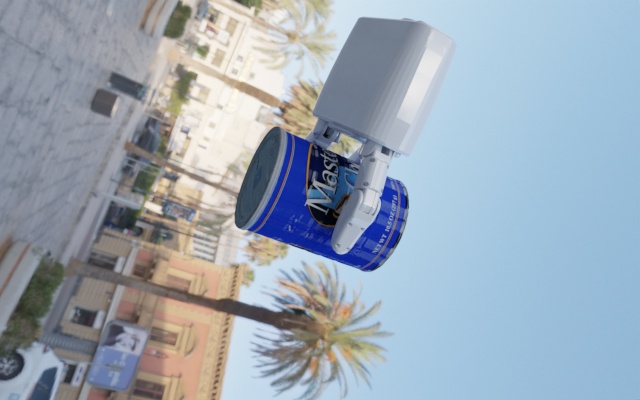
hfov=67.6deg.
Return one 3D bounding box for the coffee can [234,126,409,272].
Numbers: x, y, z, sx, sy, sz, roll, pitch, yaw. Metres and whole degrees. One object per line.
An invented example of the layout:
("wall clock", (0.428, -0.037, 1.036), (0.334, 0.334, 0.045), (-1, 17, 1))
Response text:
("coffee can", (0.000, 0.002, 0.471), (0.140, 0.103, 0.103), (22, -8, -21))
